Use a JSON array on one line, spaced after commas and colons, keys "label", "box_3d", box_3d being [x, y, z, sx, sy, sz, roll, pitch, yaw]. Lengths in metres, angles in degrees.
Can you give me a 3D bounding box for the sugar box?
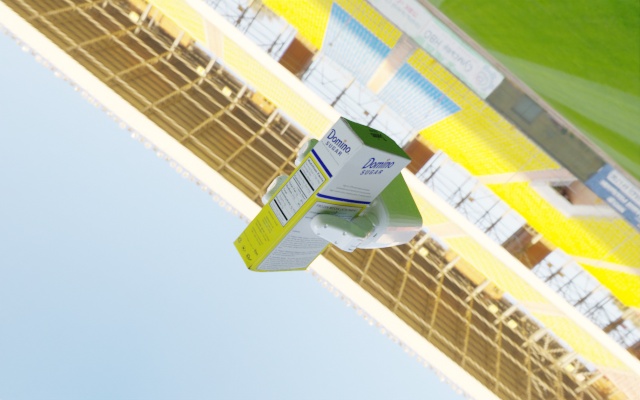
[{"label": "sugar box", "box_3d": [0.000, 0.001, 0.478, 0.093, 0.176, 0.048, 9, 38, -53]}]
